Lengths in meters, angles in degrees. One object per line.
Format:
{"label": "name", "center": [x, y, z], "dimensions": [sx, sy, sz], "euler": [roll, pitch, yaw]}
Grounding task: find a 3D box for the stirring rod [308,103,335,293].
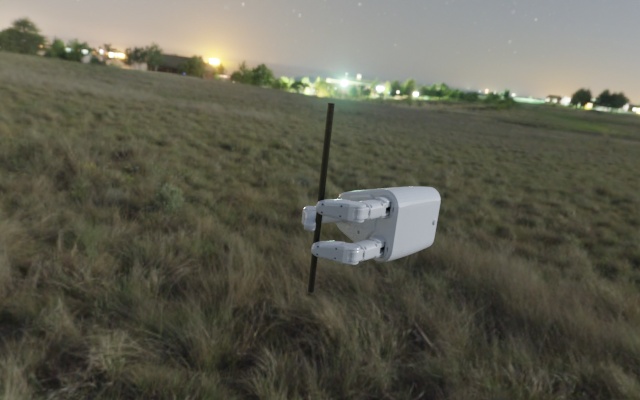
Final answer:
{"label": "stirring rod", "center": [0.000, 0.002, 0.590], "dimensions": [0.011, 0.239, 0.011], "euler": [6, 14, -1]}
